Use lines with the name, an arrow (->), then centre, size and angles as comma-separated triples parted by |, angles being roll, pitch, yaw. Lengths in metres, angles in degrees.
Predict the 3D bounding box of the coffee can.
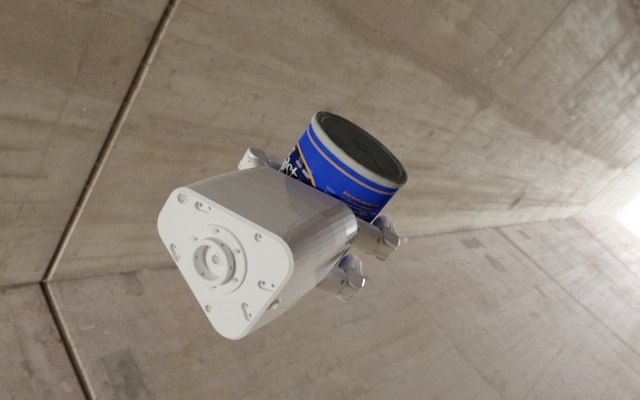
coffee can -> 0.000, 0.001, 0.459 | 0.103, 0.140, 0.102 | 30, 25, -15
